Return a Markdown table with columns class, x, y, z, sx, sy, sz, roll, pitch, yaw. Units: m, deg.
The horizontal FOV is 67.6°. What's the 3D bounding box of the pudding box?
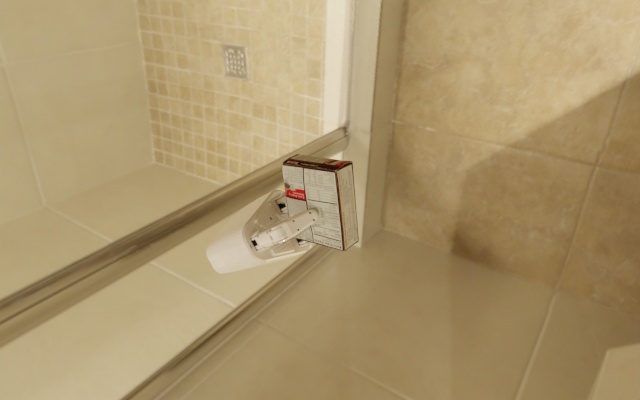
| class | x | y | z | sx | sy | sz | roll | pitch | yaw |
| --- | --- | --- | --- | --- | --- | --- | --- | --- | --- |
| pudding box | 0.000 | 0.002 | 0.613 | 0.090 | 0.113 | 0.039 | 11 | 30 | 35 |
